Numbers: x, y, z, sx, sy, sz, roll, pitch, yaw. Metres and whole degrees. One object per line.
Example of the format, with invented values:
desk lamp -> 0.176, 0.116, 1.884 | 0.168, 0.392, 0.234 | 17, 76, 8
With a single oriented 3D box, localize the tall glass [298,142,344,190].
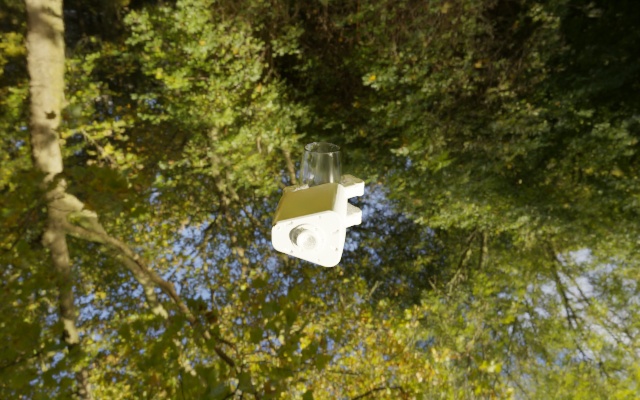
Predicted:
tall glass -> 0.000, 0.003, 0.833 | 0.079, 0.201, 0.079 | 1, 23, -1
